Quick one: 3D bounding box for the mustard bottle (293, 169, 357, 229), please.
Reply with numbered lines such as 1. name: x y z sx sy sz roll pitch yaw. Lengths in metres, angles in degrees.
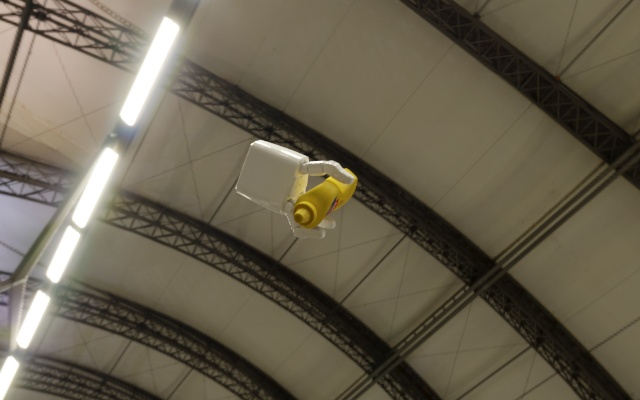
1. mustard bottle: 0.001 0.003 0.870 0.096 0.058 0.191 -48 -7 28
